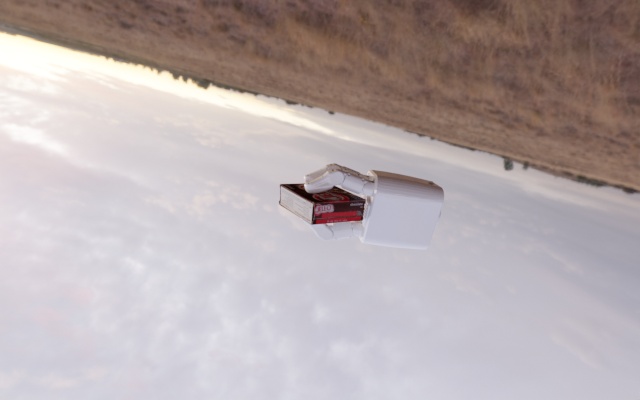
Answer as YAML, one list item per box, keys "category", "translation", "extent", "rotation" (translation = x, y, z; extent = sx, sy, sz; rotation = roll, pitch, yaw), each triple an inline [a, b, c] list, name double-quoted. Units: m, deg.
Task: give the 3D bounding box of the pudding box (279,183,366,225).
- category: "pudding box"
  translation: [0.000, 0.003, 0.724]
  extent: [0.090, 0.039, 0.113]
  rotation: [-2, 14, -31]
